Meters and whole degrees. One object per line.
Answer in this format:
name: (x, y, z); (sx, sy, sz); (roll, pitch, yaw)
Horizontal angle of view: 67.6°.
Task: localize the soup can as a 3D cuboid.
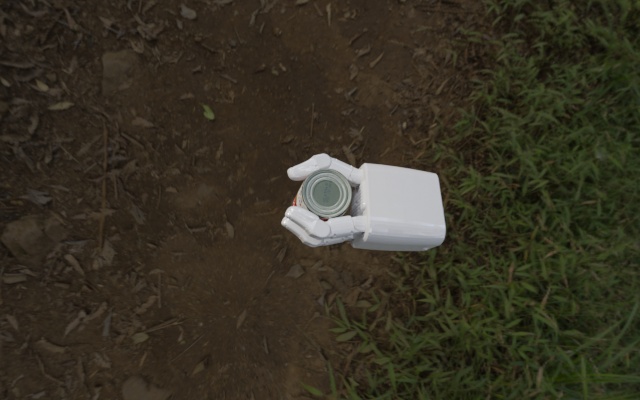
soup can: (0.000, 0.002, 0.652); (0.068, 0.068, 0.102); (0, -13, -10)
